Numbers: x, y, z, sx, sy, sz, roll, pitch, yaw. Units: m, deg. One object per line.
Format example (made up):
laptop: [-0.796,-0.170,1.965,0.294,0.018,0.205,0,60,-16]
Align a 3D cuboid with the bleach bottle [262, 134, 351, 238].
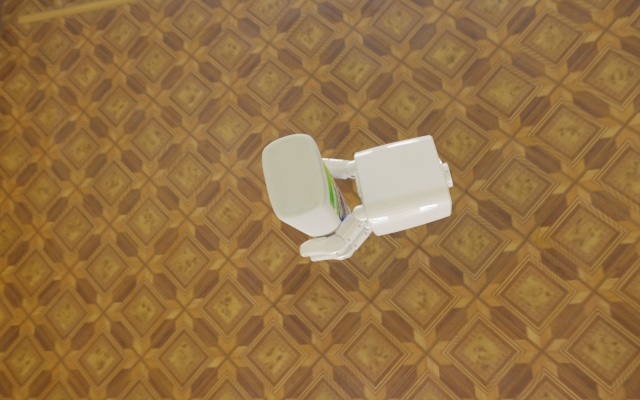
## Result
bleach bottle: [0.000,0.002,0.645,0.068,0.102,0.251,-16,-16,11]
